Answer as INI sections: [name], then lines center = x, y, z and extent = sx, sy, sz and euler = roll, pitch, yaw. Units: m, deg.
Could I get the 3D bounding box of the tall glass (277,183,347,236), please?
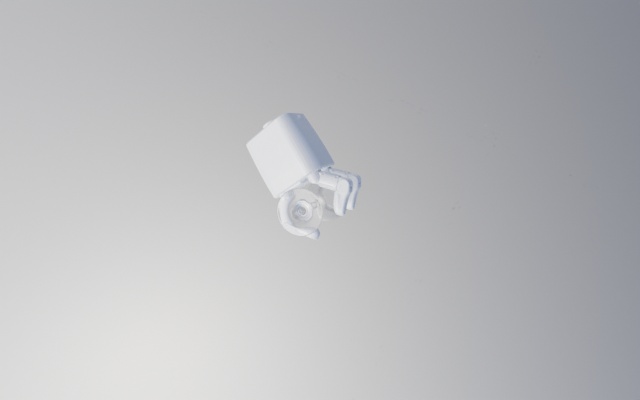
[tall glass]
center = 0.000, 0.003, 0.810
extent = 0.079, 0.079, 0.201
euler = 0, 8, 19
